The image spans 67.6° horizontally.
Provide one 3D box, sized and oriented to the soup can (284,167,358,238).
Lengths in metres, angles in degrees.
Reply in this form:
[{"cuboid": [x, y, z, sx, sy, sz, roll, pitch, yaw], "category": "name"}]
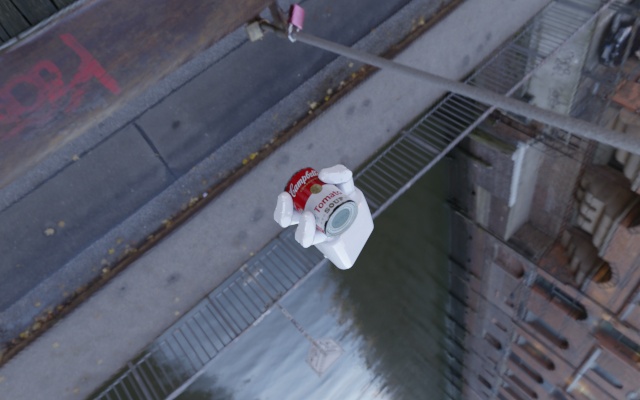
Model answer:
[{"cuboid": [0.000, 0.002, 0.734, 0.068, 0.068, 0.102, 0, 32, -49], "category": "soup can"}]
